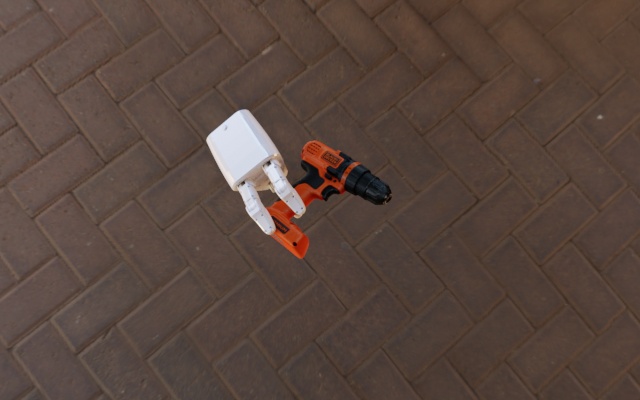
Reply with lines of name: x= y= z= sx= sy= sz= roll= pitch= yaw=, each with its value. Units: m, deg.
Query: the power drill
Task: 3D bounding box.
power drill: x=0.000 y=0.003 z=0.795 sx=0.184 sy=0.187 sz=0.057 roll=34 pitch=-17 yaw=30
